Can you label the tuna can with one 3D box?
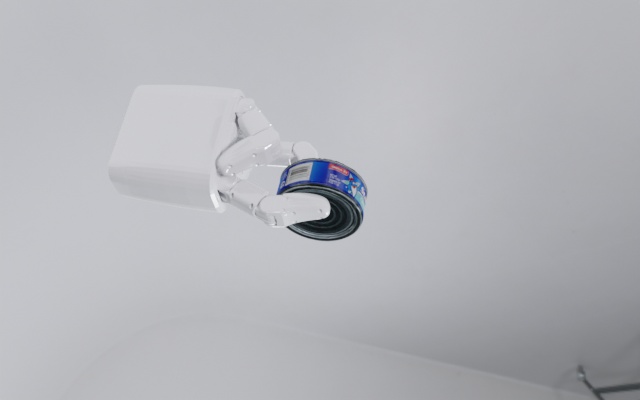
[{"bbox_3d":[0.000,0.002,0.450,0.086,0.033,0.086,7,-39,6],"label":"tuna can"}]
